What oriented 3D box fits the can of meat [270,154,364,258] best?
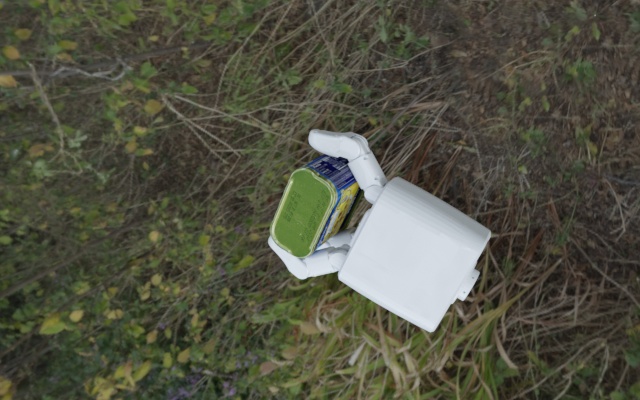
[{"bbox_3d":[0.000,0.002,0.495,0.057,0.102,0.084,32,31,15],"label":"can of meat"}]
